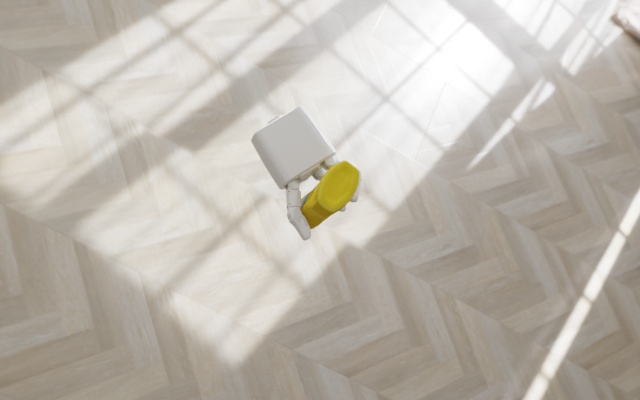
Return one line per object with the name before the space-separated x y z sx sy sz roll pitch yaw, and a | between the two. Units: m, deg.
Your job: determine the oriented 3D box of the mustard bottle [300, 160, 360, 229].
mustard bottle | 0.000 0.003 0.842 0.058 0.096 0.192 34 -25 -7
